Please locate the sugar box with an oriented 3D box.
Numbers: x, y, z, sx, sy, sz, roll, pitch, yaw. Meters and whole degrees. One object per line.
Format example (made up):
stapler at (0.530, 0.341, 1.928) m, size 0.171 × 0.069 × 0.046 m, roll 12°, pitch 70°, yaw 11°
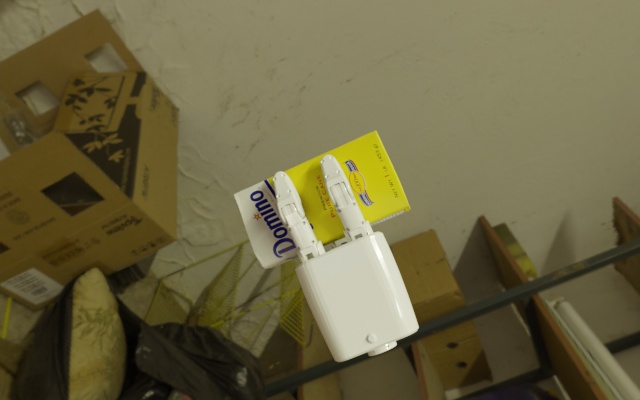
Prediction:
sugar box at (0.000, 0.002, 0.532) m, size 0.176 × 0.093 × 0.048 m, roll -24°, pitch -11°, yaw 6°
